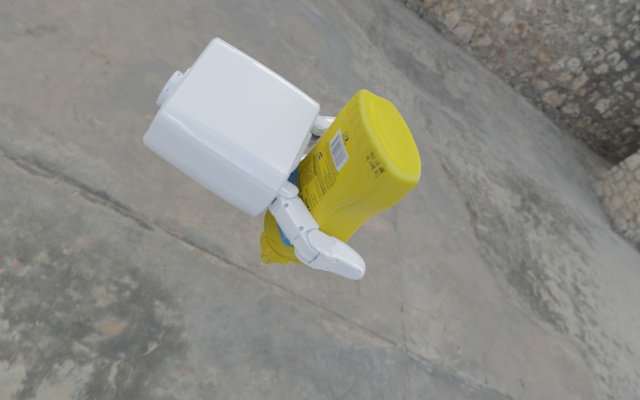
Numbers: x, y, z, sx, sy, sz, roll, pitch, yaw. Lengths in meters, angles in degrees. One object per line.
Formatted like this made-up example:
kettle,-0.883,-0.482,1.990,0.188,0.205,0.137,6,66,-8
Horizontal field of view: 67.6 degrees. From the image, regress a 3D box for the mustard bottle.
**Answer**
mustard bottle,0.000,0.001,0.419,0.058,0.096,0.192,16,-45,-34
